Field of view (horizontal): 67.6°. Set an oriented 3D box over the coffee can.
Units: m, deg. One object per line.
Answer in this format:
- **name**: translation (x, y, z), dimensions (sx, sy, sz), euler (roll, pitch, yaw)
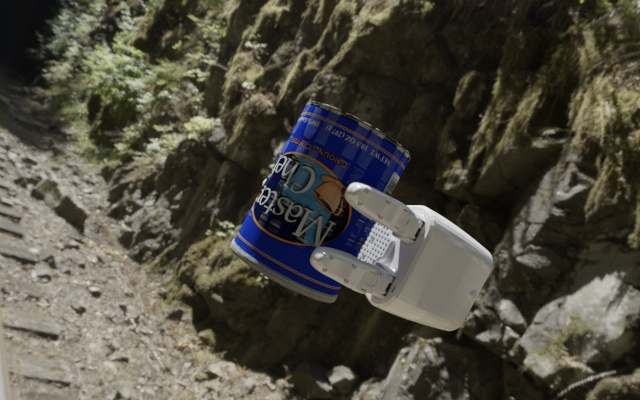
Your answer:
- **coffee can**: translation (0.000, 0.001, 0.414), dimensions (0.103, 0.140, 0.103), euler (28, 0, 0)
